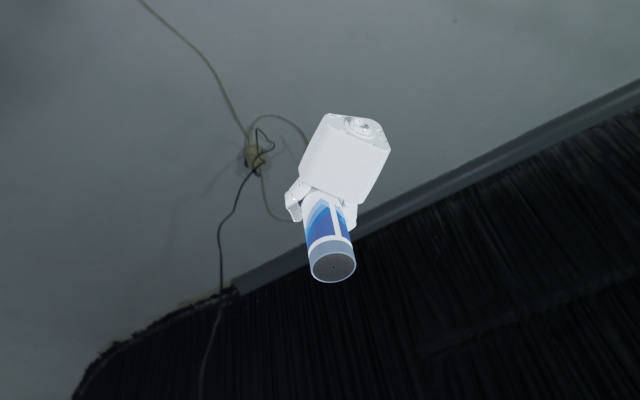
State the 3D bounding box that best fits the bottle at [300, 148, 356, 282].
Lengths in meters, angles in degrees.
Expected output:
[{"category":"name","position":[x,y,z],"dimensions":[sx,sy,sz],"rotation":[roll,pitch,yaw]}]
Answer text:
[{"category":"bottle","position":[0.000,0.003,0.802],"dimensions":[0.069,0.069,0.295],"rotation":[0,40,-10]}]
